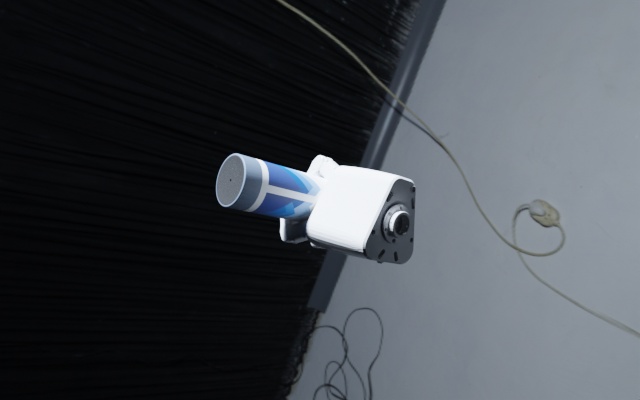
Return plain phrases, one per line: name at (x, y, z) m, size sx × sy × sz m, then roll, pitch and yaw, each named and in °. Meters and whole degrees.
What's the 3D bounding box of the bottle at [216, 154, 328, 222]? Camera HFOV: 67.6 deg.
bottle at (0.000, 0.002, 0.669) m, size 0.296 × 0.069 × 0.069 m, roll 14°, pitch -9°, yaw -40°
